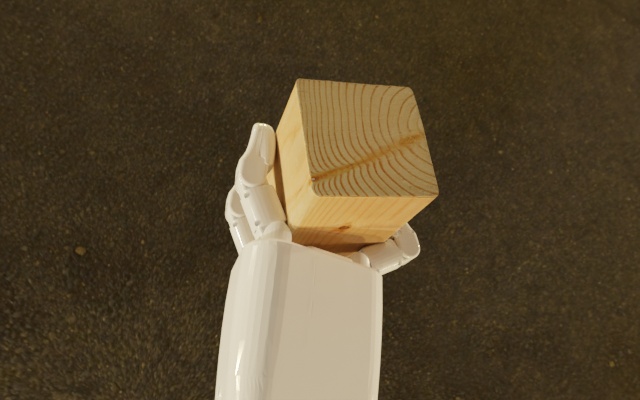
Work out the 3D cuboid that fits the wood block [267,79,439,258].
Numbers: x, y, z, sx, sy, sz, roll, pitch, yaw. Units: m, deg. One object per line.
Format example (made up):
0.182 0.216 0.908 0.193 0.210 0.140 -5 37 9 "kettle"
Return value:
0.000 0.002 0.402 0.091 0.090 0.206 0 -25 -20 "wood block"
